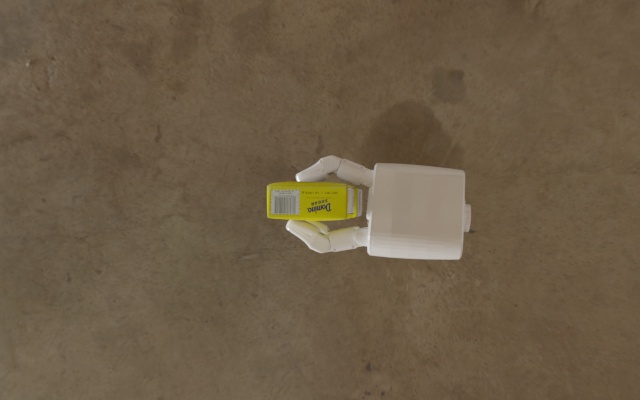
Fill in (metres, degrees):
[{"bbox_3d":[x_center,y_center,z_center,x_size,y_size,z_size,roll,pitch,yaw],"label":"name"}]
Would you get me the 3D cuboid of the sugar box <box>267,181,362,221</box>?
[{"bbox_3d":[0.000,0.003,0.613,0.093,0.048,0.176,1,-3,11],"label":"sugar box"}]
